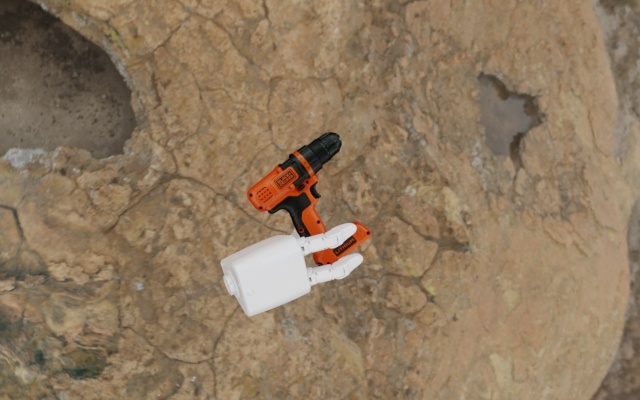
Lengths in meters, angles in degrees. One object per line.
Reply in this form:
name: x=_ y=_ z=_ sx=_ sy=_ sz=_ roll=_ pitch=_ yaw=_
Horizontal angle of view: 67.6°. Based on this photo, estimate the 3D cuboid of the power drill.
power drill: x=0.000 y=0.003 z=0.796 sx=0.184 sy=0.187 sz=0.057 roll=-38 pitch=5 yaw=-6
